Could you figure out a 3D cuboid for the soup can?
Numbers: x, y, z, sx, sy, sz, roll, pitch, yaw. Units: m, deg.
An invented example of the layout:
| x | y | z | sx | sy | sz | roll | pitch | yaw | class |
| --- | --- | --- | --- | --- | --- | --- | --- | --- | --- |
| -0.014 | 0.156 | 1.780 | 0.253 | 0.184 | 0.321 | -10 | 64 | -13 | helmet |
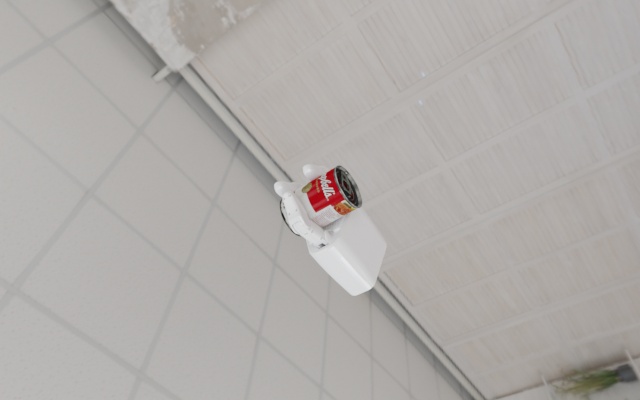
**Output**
| x | y | z | sx | sy | sz | roll | pitch | yaw | class |
| --- | --- | --- | --- | --- | --- | --- | --- | --- | --- |
| 0.000 | 0.002 | 0.695 | 0.102 | 0.068 | 0.068 | -29 | -12 | 23 | soup can |
